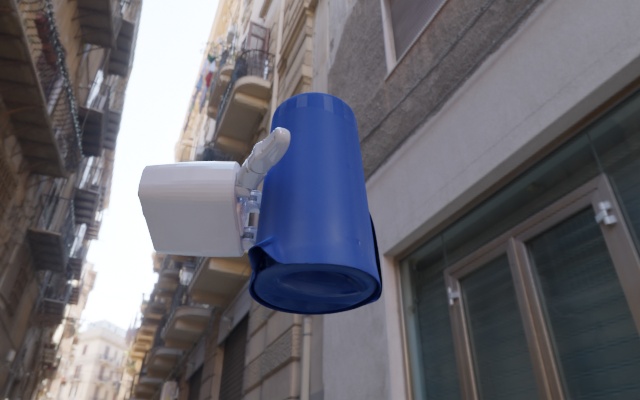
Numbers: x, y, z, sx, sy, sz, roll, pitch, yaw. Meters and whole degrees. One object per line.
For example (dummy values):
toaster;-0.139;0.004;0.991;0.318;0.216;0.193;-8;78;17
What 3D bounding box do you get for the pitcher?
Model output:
pitcher;0.000;0.002;0.550;0.145;0.242;0.149;0;-33;0
